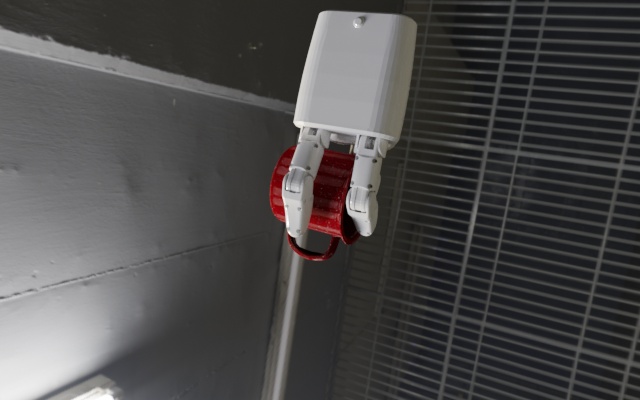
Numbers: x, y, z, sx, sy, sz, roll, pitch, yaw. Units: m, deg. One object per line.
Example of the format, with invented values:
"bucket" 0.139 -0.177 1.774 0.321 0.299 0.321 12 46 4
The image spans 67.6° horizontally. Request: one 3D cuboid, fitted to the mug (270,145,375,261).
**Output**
"mug" 0.000 0.003 0.481 0.081 0.117 0.093 13 1 22
